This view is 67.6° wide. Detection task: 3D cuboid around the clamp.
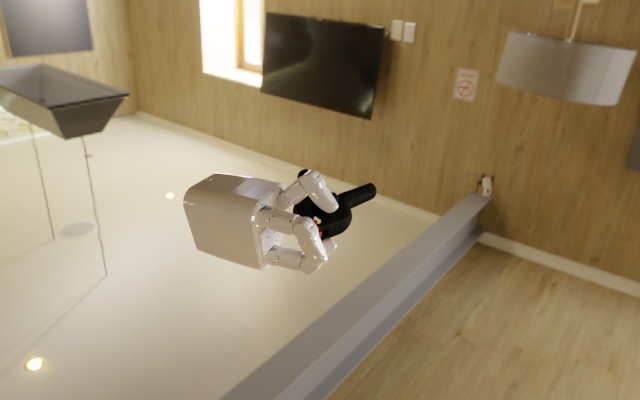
[{"bbox_3d":[0.000,0.003,0.661,0.120,0.039,0.171,12,26,19],"label":"clamp"}]
